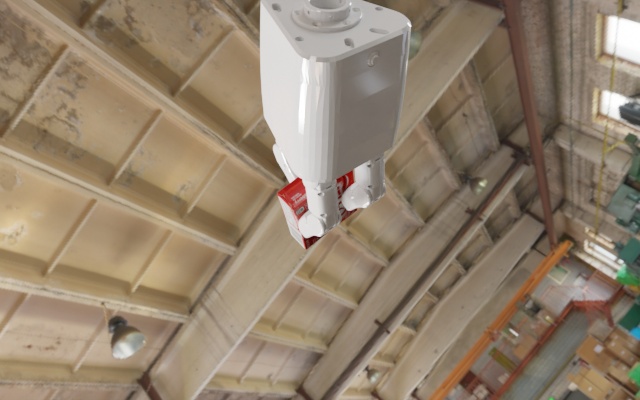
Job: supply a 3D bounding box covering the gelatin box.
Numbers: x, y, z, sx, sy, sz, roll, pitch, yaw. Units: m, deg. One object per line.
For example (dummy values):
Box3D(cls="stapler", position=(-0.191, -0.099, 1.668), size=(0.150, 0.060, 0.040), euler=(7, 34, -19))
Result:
Box3D(cls="gelatin box", position=(0.000, 0.001, 0.480), size=(0.073, 0.030, 0.089), euler=(-37, -28, -15))
